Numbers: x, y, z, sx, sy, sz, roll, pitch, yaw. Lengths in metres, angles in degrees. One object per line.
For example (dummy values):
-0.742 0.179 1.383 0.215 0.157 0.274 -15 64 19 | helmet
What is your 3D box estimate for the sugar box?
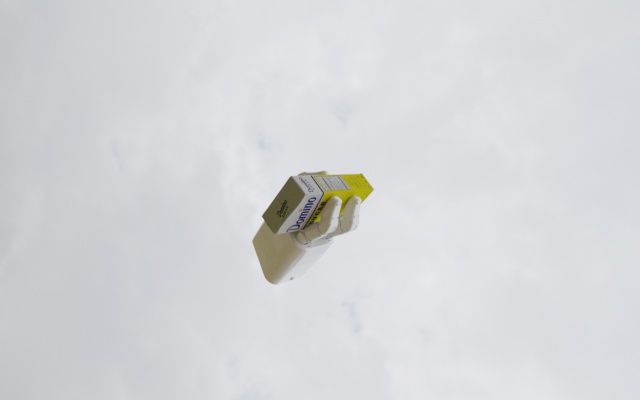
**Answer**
0.000 0.003 0.762 0.176 0.048 0.093 -10 -35 -50 | sugar box
